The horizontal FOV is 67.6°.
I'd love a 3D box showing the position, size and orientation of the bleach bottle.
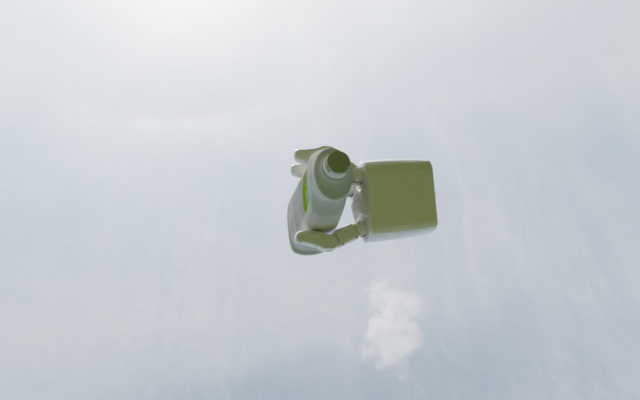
[{"bbox_3d":[0.000,0.002,0.671,0.068,0.102,0.251,-4,-17,-12],"label":"bleach bottle"}]
